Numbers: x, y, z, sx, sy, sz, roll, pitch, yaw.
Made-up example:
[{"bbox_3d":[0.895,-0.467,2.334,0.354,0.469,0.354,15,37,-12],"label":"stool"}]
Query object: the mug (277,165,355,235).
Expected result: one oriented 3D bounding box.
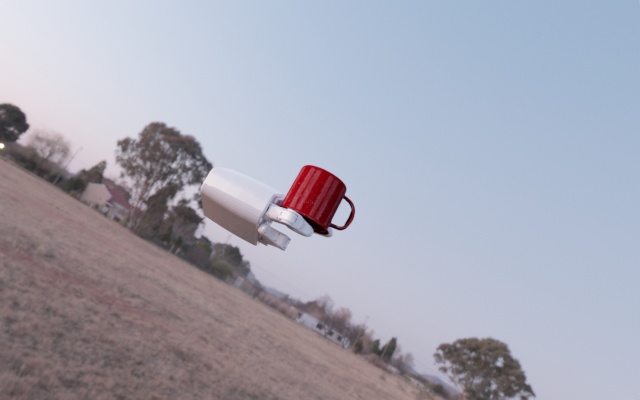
[{"bbox_3d":[0.002,0.003,0.754,0.117,0.081,0.093,27,-14,5],"label":"mug"}]
